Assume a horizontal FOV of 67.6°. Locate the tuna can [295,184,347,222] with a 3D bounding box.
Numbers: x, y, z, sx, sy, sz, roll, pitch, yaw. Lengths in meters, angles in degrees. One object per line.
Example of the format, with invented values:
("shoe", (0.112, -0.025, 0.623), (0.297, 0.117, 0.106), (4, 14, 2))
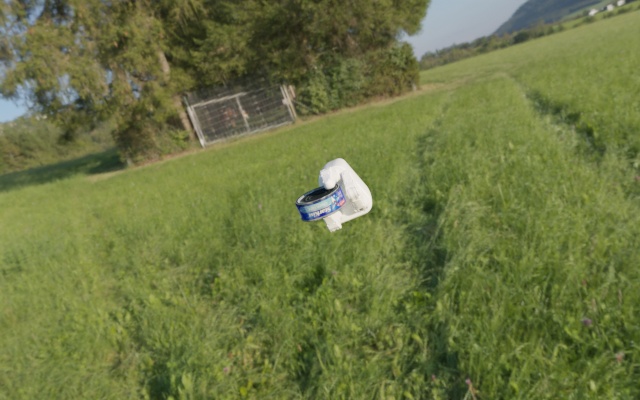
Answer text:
("tuna can", (0.000, 0.002, 0.834), (0.086, 0.034, 0.086), (-21, 15, 6))
